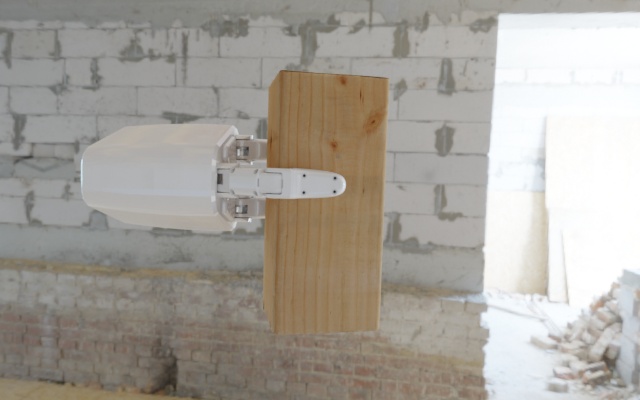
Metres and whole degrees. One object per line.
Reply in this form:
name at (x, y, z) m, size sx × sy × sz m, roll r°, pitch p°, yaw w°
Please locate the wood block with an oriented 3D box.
wood block at (0.000, 0.001, 0.418) m, size 0.090 × 0.206 × 0.091 m, roll 1°, pitch 4°, yaw -12°
